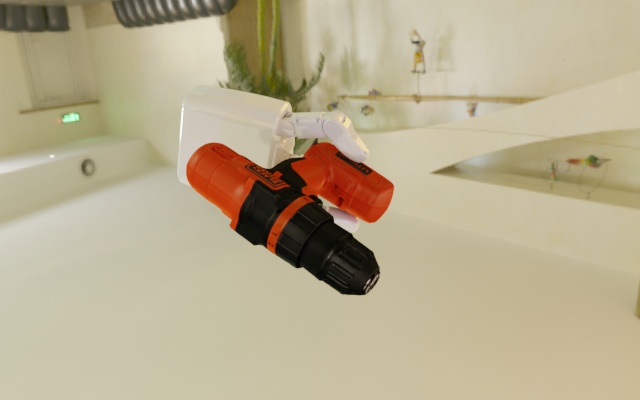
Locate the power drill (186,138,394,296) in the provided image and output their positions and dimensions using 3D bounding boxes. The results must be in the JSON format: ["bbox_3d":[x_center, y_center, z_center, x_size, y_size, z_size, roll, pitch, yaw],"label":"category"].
[{"bbox_3d":[0.000,0.001,0.436,0.184,0.057,0.187,35,23,19],"label":"power drill"}]
